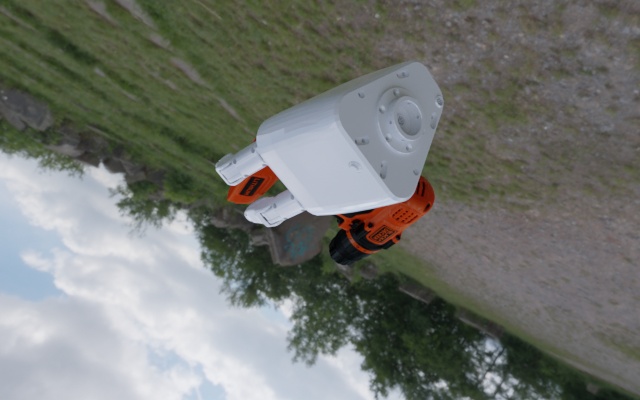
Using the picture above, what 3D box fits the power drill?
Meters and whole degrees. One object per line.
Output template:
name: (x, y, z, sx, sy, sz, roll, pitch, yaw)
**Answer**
power drill: (0.000, 0.001, 0.516, 0.188, 0.057, 0.184, 22, -36, -15)
